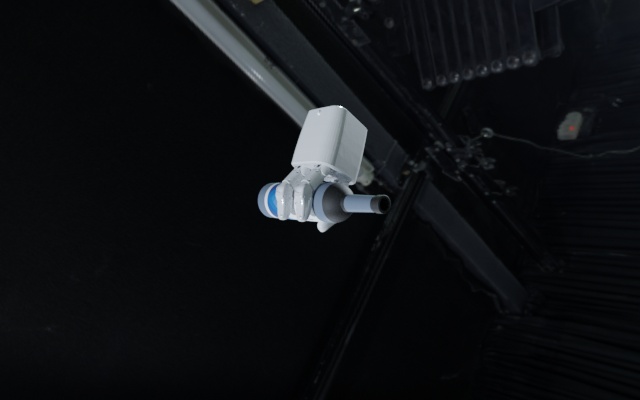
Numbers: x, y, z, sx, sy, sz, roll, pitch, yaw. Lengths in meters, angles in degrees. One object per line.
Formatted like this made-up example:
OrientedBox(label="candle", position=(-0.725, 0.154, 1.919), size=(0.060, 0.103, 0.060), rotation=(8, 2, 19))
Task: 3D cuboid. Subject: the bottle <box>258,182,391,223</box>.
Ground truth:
OrientedBox(label="bottle", position=(0.000, 0.003, 0.804), size=(0.069, 0.069, 0.295), rotation=(0, 1, -39))
